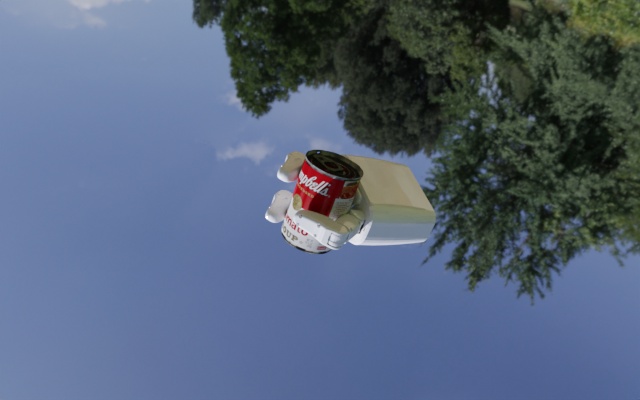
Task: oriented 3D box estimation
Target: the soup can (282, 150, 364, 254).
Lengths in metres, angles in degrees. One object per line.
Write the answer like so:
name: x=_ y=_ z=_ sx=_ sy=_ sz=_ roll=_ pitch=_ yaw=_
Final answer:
soup can: x=0.000 y=0.002 z=0.549 sx=0.068 sy=0.102 sz=0.068 roll=16 pitch=26 yaw=-8
